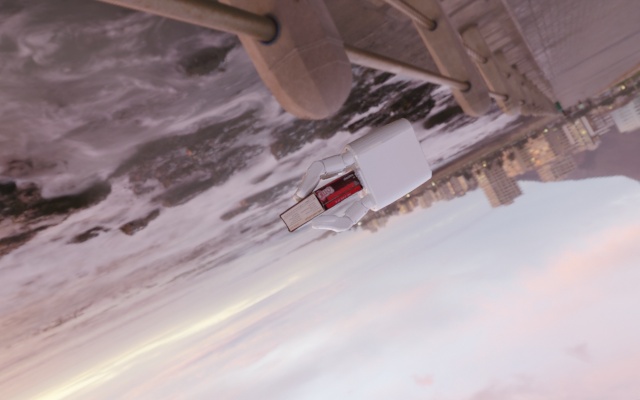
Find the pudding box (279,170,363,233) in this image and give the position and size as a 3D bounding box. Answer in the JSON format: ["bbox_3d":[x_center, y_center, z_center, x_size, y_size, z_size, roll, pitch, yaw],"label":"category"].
[{"bbox_3d":[0.000,0.003,0.746,0.090,0.039,0.113,-28,-5,-38],"label":"pudding box"}]
